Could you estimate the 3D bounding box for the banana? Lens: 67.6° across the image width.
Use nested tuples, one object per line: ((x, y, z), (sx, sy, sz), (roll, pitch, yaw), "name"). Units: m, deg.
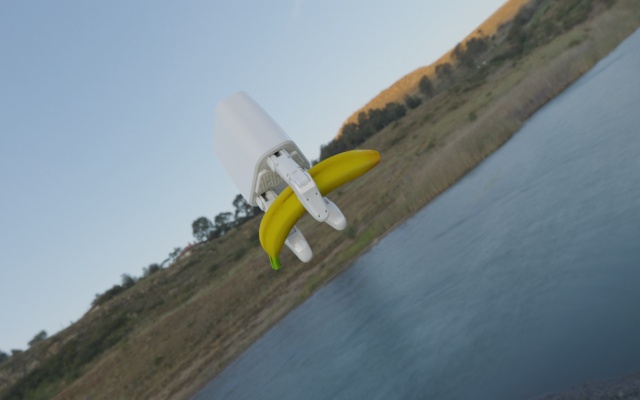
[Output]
((-0.011, -0.004, 0.586), (0.037, 0.198, 0.070), (48, 4, 40), "banana")
